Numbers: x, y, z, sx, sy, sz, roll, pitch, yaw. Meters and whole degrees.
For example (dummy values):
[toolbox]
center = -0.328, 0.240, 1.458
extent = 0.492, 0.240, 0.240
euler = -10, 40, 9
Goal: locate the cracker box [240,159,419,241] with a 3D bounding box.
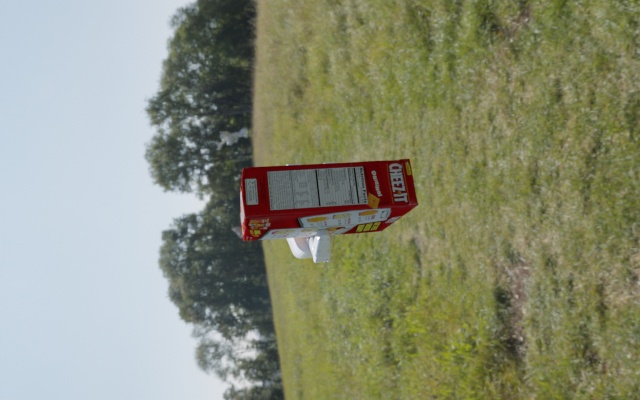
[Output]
[cracker box]
center = 0.000, 0.002, 0.646
extent = 0.214, 0.072, 0.164
euler = -4, -14, -10
